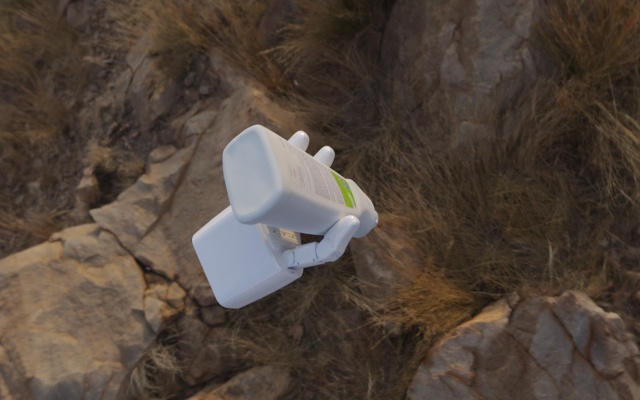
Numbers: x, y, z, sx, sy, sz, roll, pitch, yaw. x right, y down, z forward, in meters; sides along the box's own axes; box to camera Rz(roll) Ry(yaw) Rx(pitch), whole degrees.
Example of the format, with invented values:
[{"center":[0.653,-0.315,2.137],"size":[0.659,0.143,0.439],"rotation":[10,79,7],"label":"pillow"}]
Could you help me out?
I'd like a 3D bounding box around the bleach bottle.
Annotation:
[{"center":[0.000,0.002,0.561],"size":[0.068,0.102,0.251],"rotation":[-32,-31,23],"label":"bleach bottle"}]
